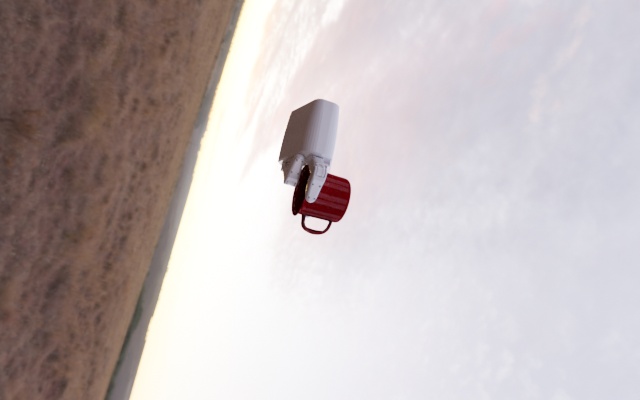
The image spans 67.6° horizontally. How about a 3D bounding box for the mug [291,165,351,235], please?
[{"bbox_3d":[0.000,0.004,0.834,0.081,0.117,0.093,15,-17,-16],"label":"mug"}]
